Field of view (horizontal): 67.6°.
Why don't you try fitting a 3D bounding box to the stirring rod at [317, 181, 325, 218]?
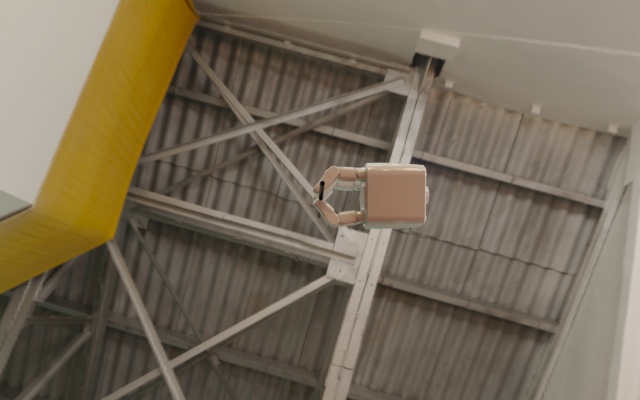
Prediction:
[{"bbox_3d":[0.000,0.003,0.875,0.011,0.011,0.239,0,-15,-1],"label":"stirring rod"}]
